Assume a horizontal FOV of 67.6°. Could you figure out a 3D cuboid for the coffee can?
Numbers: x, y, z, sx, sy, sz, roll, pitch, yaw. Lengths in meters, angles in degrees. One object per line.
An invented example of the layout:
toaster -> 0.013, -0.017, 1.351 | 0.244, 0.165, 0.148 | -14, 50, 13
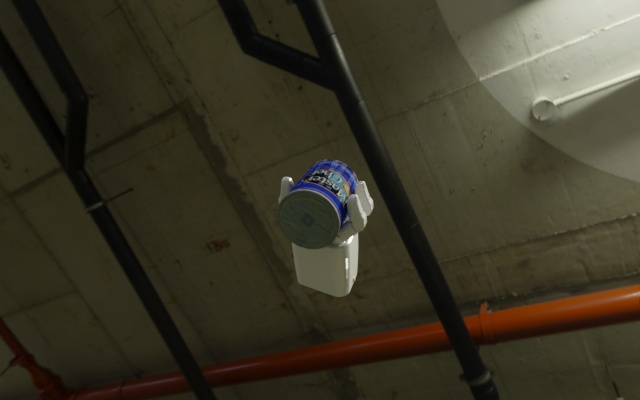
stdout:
coffee can -> 0.000, 0.003, 0.799 | 0.103, 0.103, 0.140 | 0, 25, 19
